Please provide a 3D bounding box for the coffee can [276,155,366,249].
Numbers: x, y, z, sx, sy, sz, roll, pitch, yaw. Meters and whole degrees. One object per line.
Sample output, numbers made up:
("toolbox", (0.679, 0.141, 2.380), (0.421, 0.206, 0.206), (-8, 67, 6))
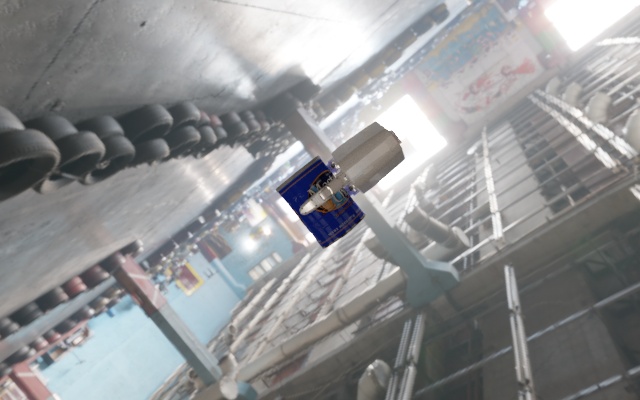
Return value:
("coffee can", (0.000, 0.003, 0.882), (0.103, 0.140, 0.103), (-38, 3, 2))
